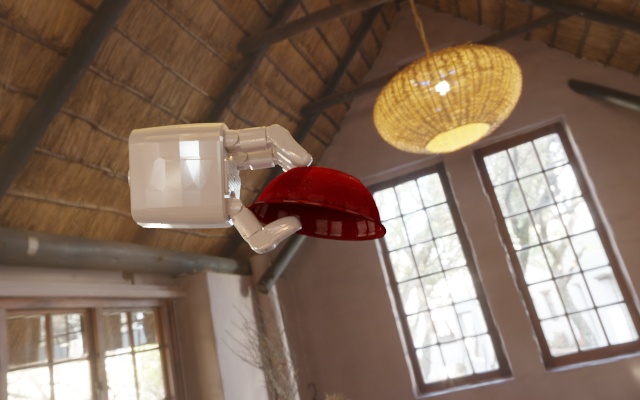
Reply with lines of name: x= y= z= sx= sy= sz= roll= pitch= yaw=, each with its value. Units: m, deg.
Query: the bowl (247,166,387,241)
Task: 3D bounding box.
bowl: x=0.001 y=0.002 z=0.554 sx=0.162 sy=0.055 sz=0.162 roll=9 pitch=-16 yaw=3
